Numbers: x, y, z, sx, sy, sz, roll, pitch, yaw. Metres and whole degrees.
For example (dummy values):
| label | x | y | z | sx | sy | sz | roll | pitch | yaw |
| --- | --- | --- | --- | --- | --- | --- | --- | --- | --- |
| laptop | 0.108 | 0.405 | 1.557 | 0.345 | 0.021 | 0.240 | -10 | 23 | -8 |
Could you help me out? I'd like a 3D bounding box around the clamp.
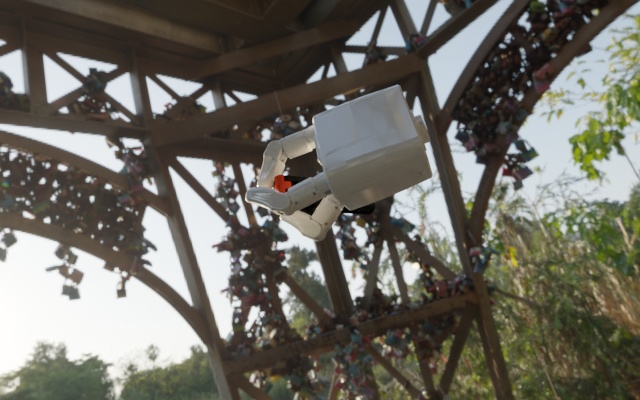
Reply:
| label | x | y | z | sx | sy | sz | roll | pitch | yaw |
| --- | --- | --- | --- | --- | --- | --- | --- | --- | --- |
| clamp | 0.000 | 0.001 | 0.615 | 0.120 | 0.039 | 0.171 | -20 | -19 | 12 |
